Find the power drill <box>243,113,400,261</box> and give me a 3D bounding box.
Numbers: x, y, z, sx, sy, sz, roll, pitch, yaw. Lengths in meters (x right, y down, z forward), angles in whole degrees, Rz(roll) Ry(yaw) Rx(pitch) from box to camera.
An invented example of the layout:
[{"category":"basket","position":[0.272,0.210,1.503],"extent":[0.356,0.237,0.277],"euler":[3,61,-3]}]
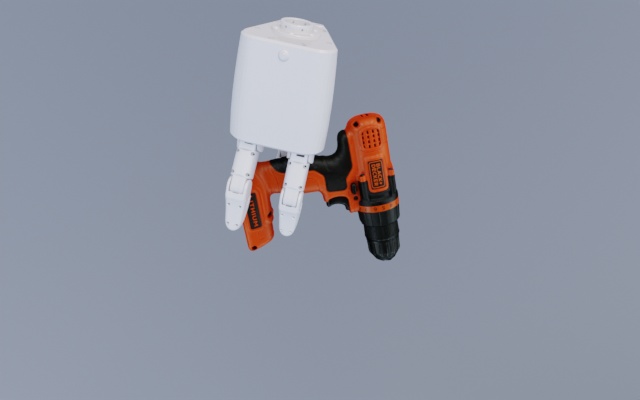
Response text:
[{"category":"power drill","position":[0.000,0.002,0.565],"extent":[0.187,0.184,0.057],"euler":[-13,17,-6]}]
